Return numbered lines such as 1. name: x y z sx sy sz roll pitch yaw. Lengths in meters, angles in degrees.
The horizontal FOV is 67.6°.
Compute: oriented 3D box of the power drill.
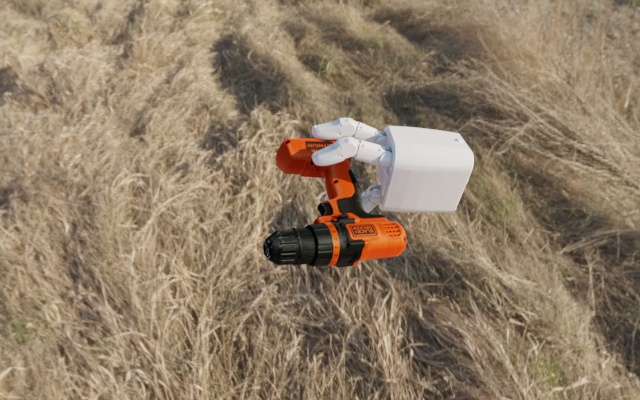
1. power drill: 0.000 0.002 0.617 0.184 0.187 0.057 -1 -39 -26
